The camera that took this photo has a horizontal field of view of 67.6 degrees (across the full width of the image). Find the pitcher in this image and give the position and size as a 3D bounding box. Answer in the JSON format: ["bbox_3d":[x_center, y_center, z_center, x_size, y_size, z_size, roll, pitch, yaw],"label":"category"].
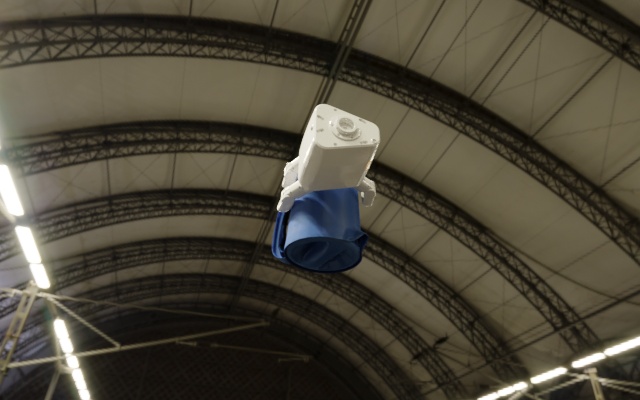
[{"bbox_3d":[0.000,0.003,0.873,0.149,0.242,0.145,9,-35,-9],"label":"pitcher"}]
